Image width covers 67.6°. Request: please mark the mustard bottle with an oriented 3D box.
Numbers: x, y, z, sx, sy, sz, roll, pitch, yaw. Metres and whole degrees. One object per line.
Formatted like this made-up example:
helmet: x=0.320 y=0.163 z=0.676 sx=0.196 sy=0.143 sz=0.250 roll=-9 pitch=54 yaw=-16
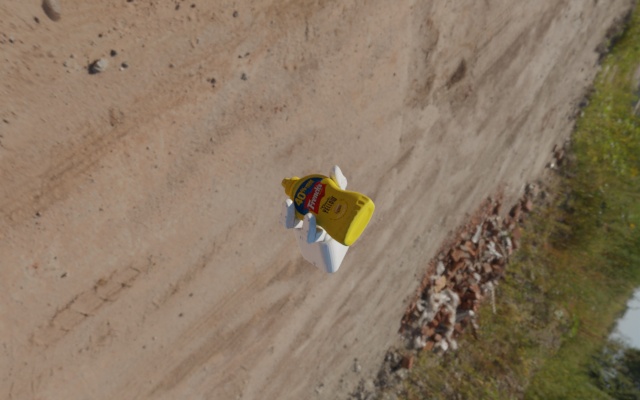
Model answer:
mustard bottle: x=0.000 y=0.003 z=0.899 sx=0.191 sy=0.096 sz=0.058 roll=29 pitch=-8 yaw=31
